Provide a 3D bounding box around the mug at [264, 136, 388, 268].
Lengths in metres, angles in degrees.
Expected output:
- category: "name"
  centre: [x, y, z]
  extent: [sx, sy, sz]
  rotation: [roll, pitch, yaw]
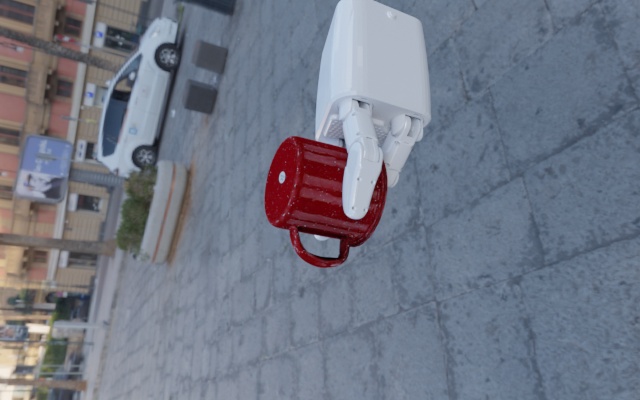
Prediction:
- category: "mug"
  centre: [0.000, 0.003, 0.422]
  extent: [0.081, 0.117, 0.093]
  rotation: [12, -22, -24]
